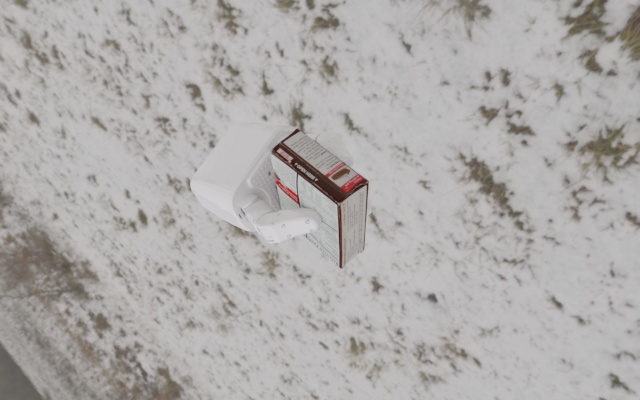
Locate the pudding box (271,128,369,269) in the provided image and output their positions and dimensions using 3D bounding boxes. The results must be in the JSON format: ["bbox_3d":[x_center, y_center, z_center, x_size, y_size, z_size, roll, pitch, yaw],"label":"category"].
[{"bbox_3d":[0.000,0.002,0.448,0.090,0.039,0.114,38,-24,26],"label":"pudding box"}]
